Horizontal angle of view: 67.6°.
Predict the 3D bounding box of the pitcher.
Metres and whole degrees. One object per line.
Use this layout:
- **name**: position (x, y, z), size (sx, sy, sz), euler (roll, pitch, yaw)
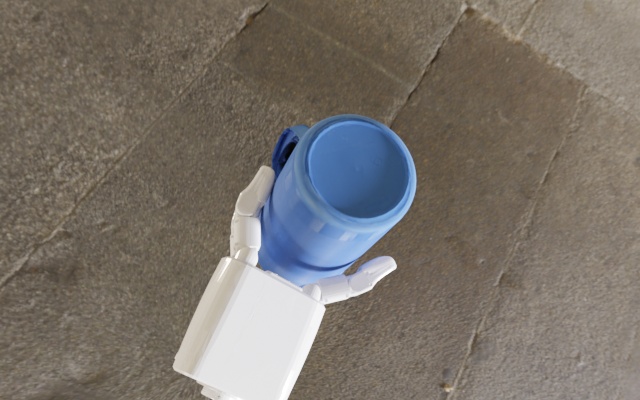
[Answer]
- **pitcher**: position (0.000, 0.002, 0.502), size (0.149, 0.145, 0.243), euler (28, -23, -3)
